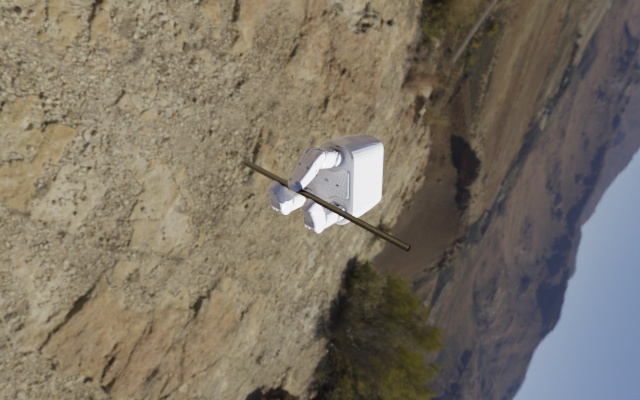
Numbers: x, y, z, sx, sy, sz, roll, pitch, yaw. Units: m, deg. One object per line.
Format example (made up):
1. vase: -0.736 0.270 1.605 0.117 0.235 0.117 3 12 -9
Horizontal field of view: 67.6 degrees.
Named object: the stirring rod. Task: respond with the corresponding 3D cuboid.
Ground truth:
1. stirring rod: 0.000 0.002 0.574 0.239 0.011 0.011 28 12 24
